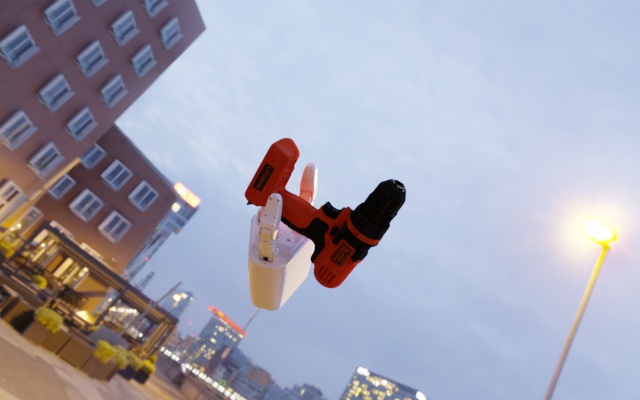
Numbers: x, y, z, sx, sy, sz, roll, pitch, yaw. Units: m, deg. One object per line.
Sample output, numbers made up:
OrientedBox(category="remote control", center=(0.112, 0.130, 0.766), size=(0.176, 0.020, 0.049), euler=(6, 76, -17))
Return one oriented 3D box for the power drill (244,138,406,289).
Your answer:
OrientedBox(category="power drill", center=(0.000, 0.002, 0.634), size=(0.187, 0.184, 0.057), euler=(42, 28, 13))
